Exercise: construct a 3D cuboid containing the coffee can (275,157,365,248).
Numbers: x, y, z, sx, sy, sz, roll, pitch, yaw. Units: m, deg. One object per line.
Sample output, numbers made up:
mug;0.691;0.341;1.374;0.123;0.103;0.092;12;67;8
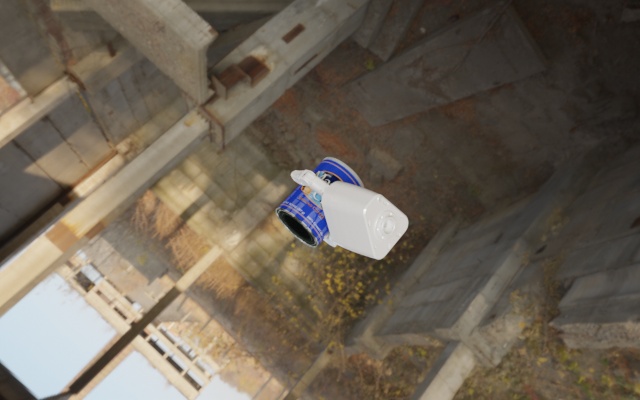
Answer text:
coffee can;0.000;0.003;0.889;0.140;0.103;0.103;-47;19;-19
